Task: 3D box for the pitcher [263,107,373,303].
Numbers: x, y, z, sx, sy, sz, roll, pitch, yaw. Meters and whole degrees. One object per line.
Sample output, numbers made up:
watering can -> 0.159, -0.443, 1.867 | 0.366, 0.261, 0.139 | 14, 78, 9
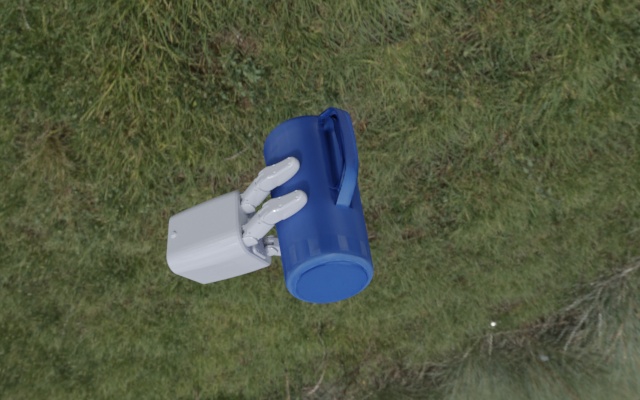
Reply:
pitcher -> 0.000, 0.002, 0.639 | 0.145, 0.242, 0.149 | -18, -41, 8
